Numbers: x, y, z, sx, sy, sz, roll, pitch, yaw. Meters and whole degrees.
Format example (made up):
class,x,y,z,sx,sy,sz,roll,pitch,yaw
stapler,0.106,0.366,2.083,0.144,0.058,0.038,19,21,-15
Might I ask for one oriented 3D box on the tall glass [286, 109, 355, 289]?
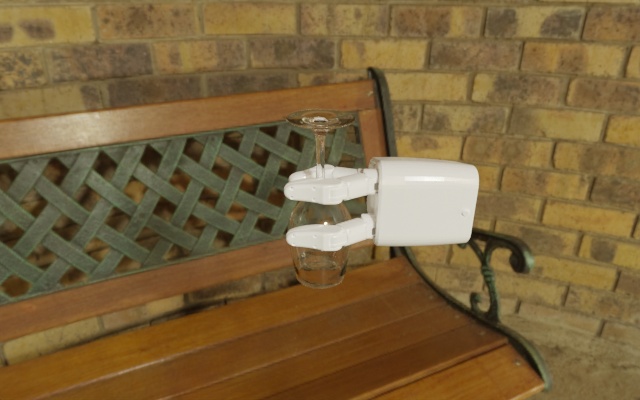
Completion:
class,x,y,z,sx,sy,sz,roll,pitch,yaw
tall glass,0.000,0.001,0.551,0.079,0.201,0.079,0,25,0
